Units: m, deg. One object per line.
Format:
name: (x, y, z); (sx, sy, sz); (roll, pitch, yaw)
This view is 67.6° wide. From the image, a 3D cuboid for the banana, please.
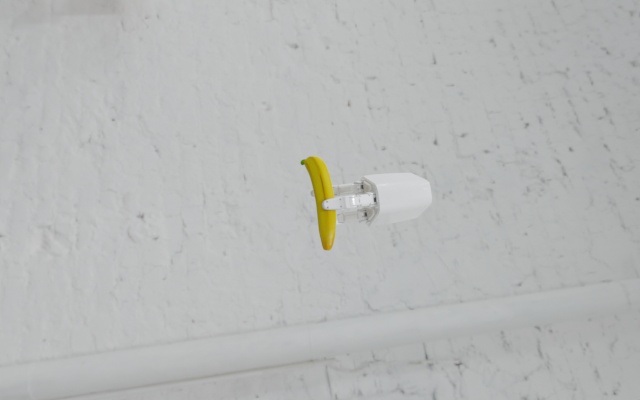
banana: (0.002, -0.009, 0.878); (0.037, 0.197, 0.070); (-6, -27, -14)
